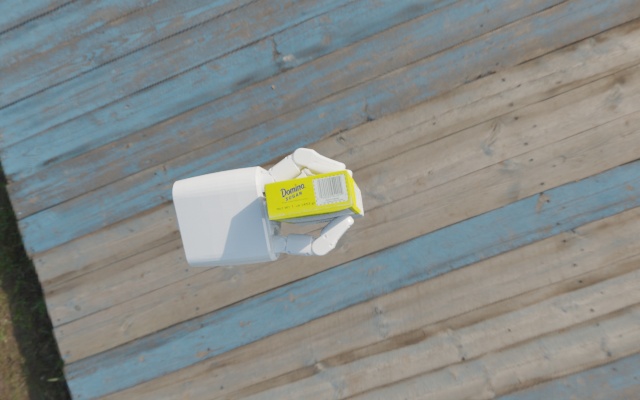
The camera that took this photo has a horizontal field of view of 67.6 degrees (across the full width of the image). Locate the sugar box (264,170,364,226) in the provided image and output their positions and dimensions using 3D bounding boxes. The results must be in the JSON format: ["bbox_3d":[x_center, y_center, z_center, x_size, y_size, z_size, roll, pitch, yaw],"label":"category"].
[{"bbox_3d":[0.000,0.001,0.580,0.093,0.048,0.176,-9,-4,7],"label":"sugar box"}]
